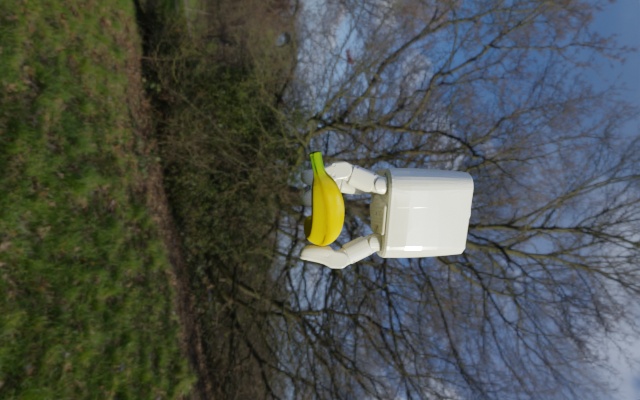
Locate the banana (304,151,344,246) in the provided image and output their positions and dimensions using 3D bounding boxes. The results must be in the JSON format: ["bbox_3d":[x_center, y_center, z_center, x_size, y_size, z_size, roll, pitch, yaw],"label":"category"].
[{"bbox_3d":[0.003,0.018,0.559,0.037,0.069,0.198,-4,-23,-7],"label":"banana"}]
